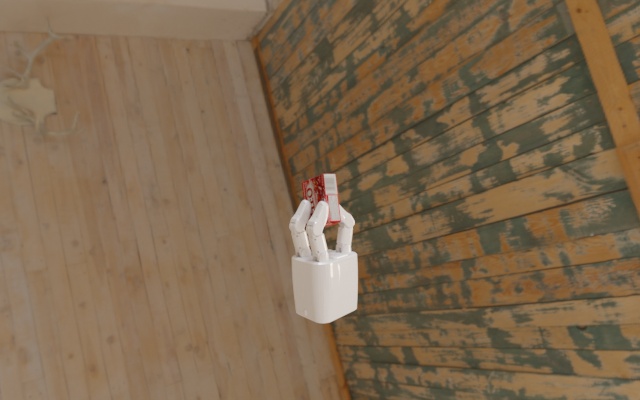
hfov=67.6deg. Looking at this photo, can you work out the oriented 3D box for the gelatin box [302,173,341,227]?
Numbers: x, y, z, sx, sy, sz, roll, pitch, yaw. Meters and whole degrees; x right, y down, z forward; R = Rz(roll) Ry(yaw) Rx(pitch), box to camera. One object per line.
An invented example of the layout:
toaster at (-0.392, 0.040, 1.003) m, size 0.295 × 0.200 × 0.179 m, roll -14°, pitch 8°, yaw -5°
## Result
gelatin box at (0.000, 0.002, 0.850) m, size 0.030 × 0.089 × 0.073 m, roll -1°, pitch -10°, yaw -34°
